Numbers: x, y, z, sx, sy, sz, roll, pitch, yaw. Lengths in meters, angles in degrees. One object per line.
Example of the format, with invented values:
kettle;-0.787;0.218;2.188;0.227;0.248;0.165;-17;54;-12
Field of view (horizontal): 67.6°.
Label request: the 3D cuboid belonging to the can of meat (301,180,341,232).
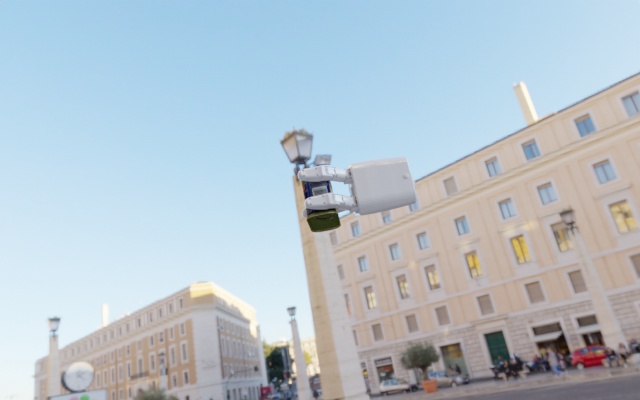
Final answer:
can of meat;0.000;0.003;0.875;0.057;0.084;0.102;-11;-20;3
